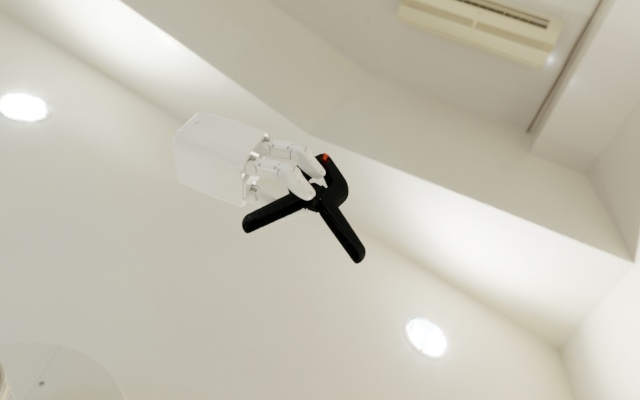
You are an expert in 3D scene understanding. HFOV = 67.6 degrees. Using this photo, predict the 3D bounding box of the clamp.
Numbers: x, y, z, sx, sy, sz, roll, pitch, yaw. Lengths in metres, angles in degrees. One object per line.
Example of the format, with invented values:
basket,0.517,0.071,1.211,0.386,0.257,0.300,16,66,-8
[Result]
clamp,0.000,0.002,0.685,0.164,0.036,0.209,21,38,3
